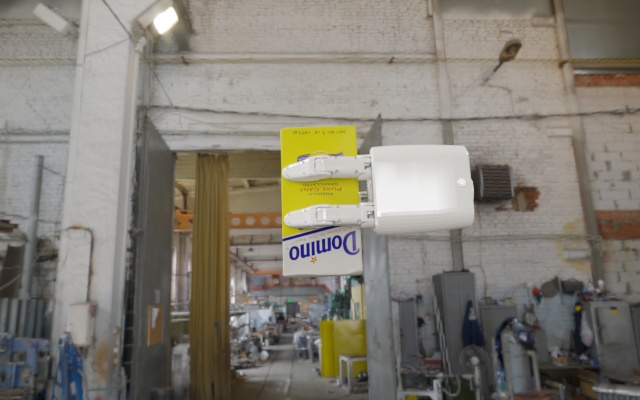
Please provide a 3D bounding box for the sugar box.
[{"bbox_3d":[0.000,0.002,0.568,0.093,0.176,0.048,-3,-12,0],"label":"sugar box"}]
